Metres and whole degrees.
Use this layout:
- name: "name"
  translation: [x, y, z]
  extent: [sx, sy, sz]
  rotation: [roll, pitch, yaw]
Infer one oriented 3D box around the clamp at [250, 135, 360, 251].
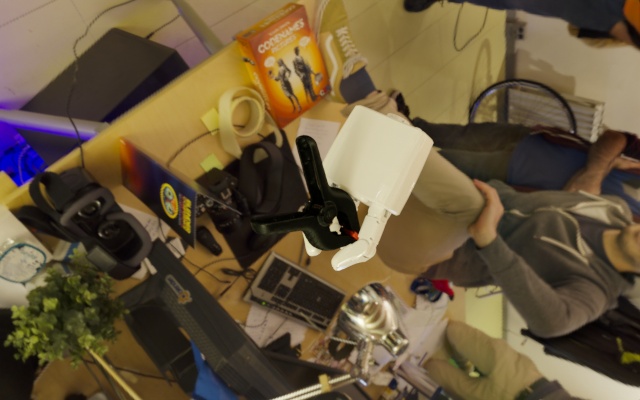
- name: "clamp"
  translation: [0.001, 0.002, 0.568]
  extent: [0.039, 0.120, 0.171]
  rotation: [27, 0, 40]
